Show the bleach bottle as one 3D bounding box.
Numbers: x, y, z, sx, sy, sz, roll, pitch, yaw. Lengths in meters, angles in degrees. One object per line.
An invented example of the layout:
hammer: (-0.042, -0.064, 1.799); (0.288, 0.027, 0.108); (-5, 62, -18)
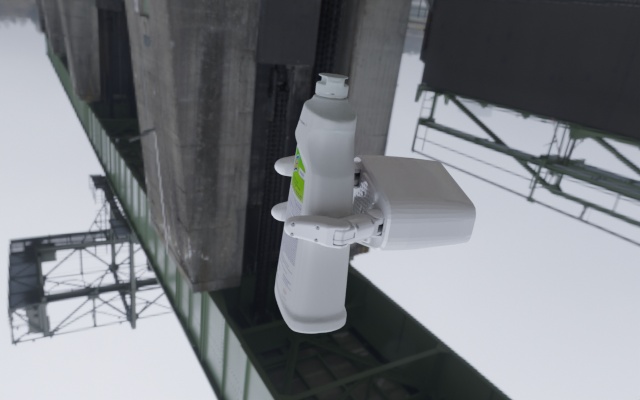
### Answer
bleach bottle: (0.000, 0.002, 0.487); (0.068, 0.251, 0.102); (0, 22, -20)
